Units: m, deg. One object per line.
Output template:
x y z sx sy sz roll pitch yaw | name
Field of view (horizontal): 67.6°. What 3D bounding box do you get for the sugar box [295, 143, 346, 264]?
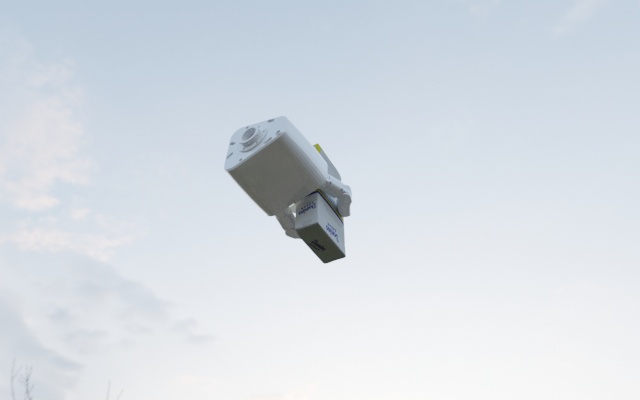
0.000 0.002 0.758 0.048 0.176 0.093 -19 -48 22 | sugar box
